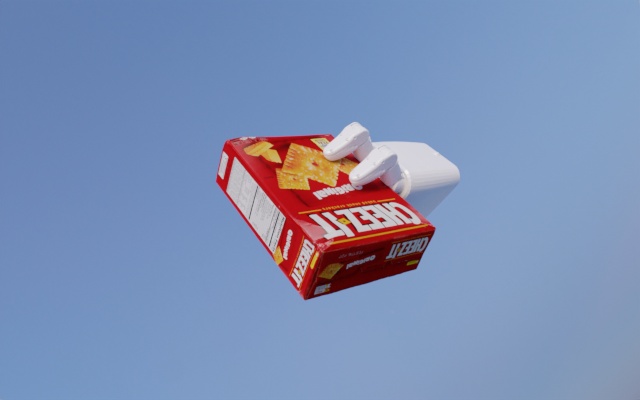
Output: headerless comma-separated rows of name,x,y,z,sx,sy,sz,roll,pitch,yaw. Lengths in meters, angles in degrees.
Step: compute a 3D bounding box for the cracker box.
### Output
cracker box,0.000,0.002,0.555,0.164,0.072,0.213,-8,39,-36
